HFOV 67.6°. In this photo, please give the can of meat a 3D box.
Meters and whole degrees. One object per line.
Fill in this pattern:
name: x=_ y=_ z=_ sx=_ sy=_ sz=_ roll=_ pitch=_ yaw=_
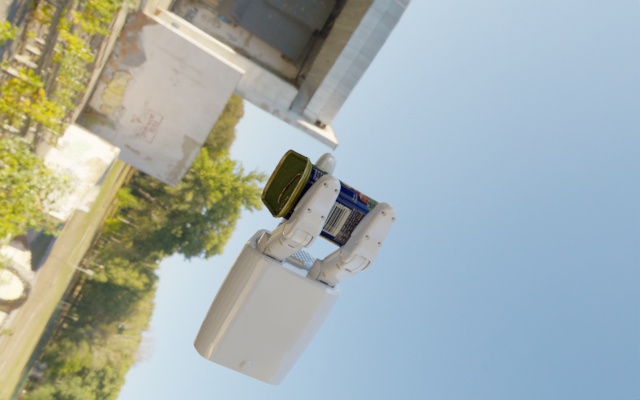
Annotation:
can of meat: x=0.000 y=0.002 z=0.437 sx=0.084 sy=0.057 sz=0.102 roll=30 pitch=2 yaw=-19
